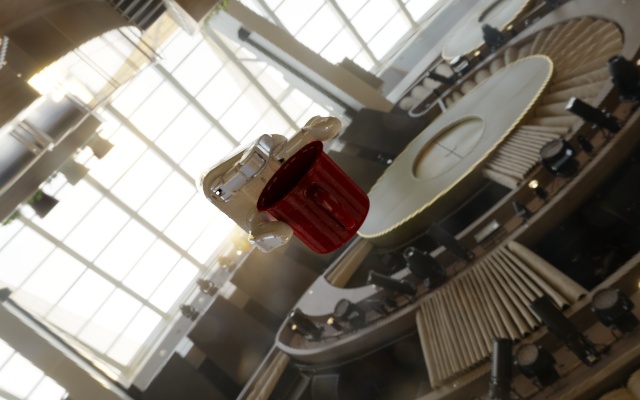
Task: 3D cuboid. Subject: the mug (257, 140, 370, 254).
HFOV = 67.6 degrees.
[{"bbox_3d":[0.001,0.002,0.475,0.081,0.093,0.117,43,-9,-20],"label":"mug"}]
